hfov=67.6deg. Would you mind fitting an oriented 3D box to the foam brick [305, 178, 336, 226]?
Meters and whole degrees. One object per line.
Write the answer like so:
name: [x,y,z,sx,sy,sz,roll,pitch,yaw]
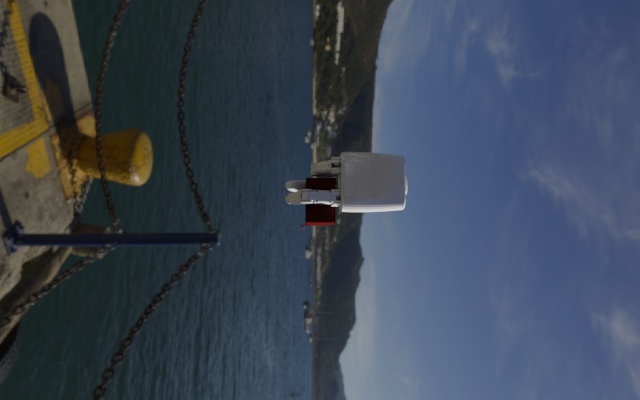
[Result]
foam brick: [0.000,0.003,0.814,0.051,0.078,0.053,1,-7,-1]
